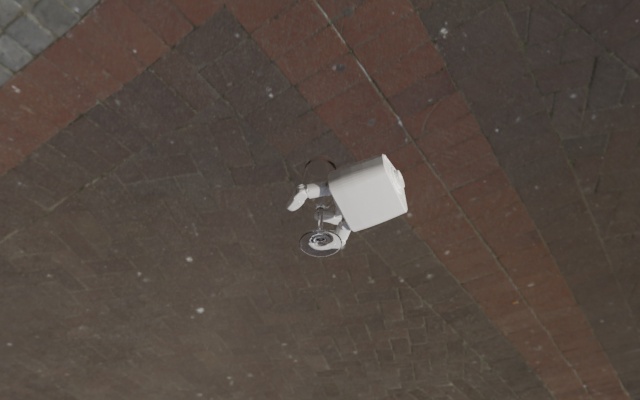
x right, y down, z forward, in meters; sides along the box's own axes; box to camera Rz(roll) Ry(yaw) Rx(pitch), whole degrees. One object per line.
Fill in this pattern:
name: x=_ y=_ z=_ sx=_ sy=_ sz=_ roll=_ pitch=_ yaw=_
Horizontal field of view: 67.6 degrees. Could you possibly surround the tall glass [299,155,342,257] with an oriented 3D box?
tall glass: x=0.000 y=0.003 z=0.893 sx=0.079 sy=0.200 sz=0.079 roll=0 pitch=-44 yaw=0
